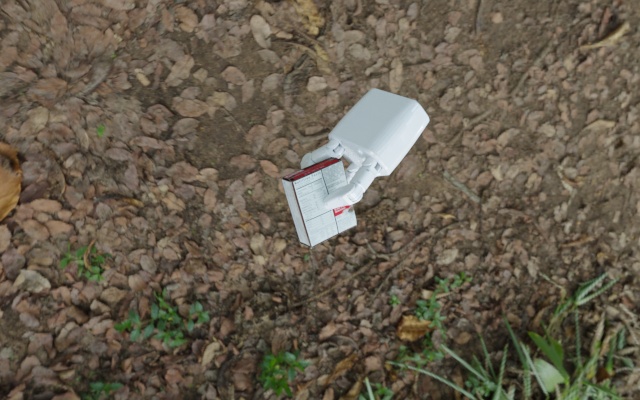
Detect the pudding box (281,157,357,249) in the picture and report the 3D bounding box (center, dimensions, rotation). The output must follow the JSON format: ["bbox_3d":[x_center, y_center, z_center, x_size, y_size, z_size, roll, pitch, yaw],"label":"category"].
[{"bbox_3d":[0.000,0.002,0.712,0.090,0.113,0.039,-24,21,-23],"label":"pudding box"}]
